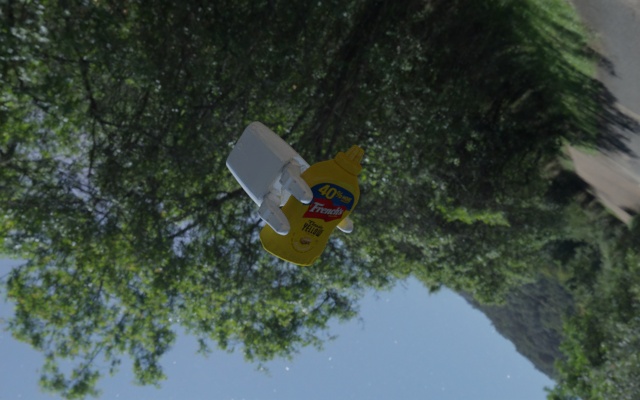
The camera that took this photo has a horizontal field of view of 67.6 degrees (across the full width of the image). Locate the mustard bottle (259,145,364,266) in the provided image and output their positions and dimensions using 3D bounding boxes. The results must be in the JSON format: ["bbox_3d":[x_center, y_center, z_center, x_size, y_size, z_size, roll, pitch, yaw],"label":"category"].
[{"bbox_3d":[0.000,0.003,0.685,0.096,0.192,0.058,26,18,-32],"label":"mustard bottle"}]
